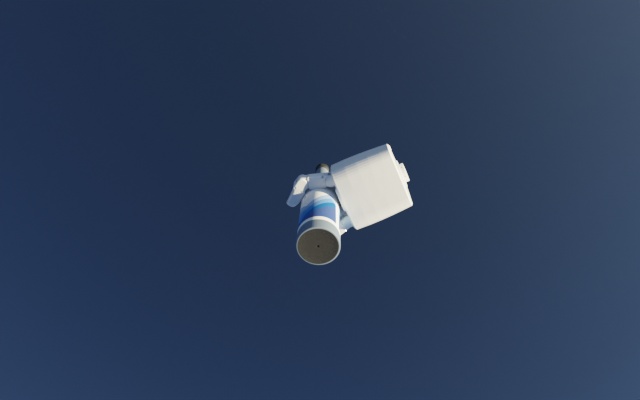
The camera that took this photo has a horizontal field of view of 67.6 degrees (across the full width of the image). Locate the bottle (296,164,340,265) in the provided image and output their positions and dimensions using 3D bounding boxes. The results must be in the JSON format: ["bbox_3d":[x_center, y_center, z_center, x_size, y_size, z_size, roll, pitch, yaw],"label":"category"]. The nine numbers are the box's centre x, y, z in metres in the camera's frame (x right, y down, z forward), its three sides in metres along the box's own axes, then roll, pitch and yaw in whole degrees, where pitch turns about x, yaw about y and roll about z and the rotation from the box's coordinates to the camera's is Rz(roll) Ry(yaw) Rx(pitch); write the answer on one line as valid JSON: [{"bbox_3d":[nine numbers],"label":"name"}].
[{"bbox_3d":[0.000,0.003,0.838,0.069,0.069,0.295,0,27,2],"label":"bottle"}]
